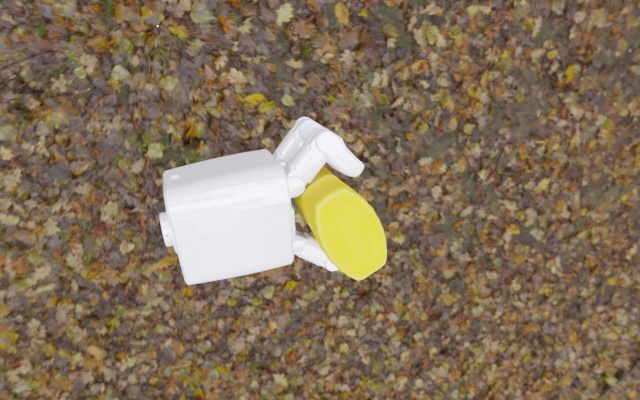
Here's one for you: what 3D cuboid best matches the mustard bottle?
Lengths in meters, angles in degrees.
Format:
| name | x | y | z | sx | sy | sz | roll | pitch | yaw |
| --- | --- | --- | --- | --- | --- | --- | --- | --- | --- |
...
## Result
| name | x | y | z | sx | sy | sz | roll | pitch | yaw |
| --- | --- | --- | --- | --- | --- | --- | --- | --- | --- |
| mustard bottle | 0.000 | 0.002 | 0.502 | 0.058 | 0.096 | 0.191 | -34 | 26 | -4 |
